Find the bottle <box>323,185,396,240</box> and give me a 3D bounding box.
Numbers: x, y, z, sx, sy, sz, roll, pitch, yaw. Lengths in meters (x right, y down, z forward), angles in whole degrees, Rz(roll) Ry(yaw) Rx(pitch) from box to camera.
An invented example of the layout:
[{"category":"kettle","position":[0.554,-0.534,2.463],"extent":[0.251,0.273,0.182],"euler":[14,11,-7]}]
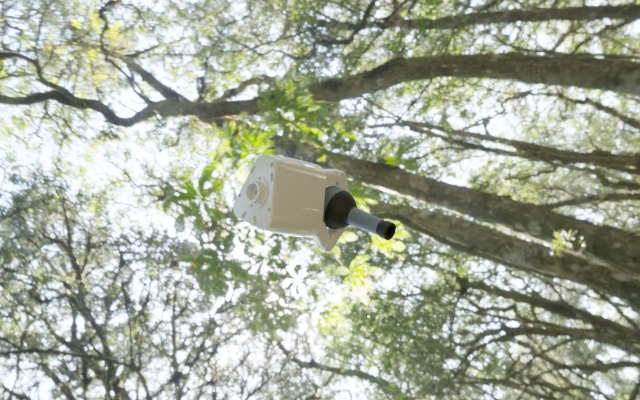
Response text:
[{"category":"bottle","position":[0.000,0.003,0.790],"extent":[0.295,0.069,0.069],"euler":[23,15,41]}]
